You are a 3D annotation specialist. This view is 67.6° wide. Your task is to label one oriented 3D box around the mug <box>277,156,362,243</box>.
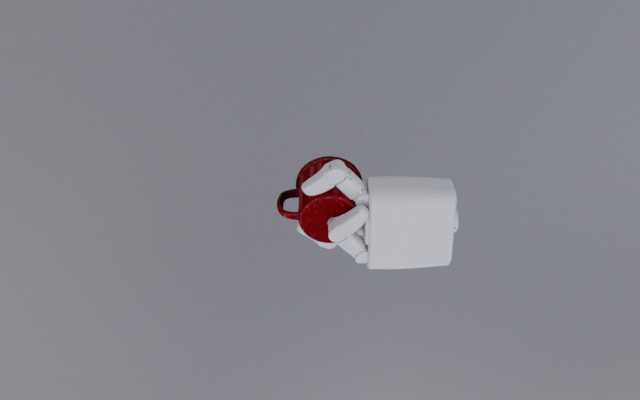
[{"bbox_3d":[-0.001,0.002,0.633,0.117,0.093,0.081,-2,38,2],"label":"mug"}]
